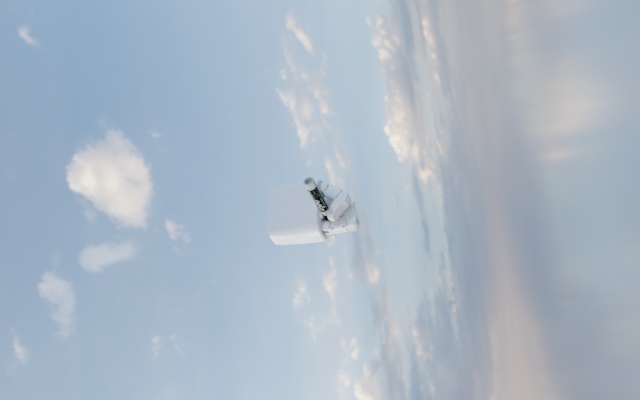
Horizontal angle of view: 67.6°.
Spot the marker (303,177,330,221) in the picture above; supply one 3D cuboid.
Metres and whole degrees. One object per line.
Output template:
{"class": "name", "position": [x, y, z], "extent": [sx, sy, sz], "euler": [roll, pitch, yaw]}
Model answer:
{"class": "marker", "position": [0.000, 0.003, 0.853], "extent": [0.020, 0.020, 0.121], "euler": [0, -36, 26]}
